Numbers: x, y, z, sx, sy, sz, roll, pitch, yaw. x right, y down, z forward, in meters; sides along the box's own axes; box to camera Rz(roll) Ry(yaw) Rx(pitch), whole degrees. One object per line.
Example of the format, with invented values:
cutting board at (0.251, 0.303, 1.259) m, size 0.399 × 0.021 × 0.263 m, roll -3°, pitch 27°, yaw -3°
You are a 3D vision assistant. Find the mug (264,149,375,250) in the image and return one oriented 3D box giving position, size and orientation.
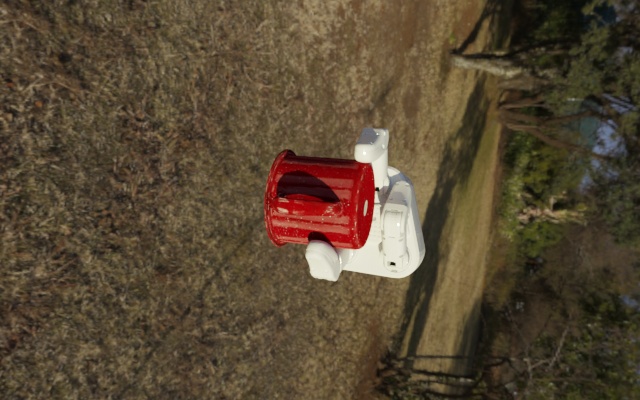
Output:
mug at (0.000, 0.001, 0.430) m, size 0.081 × 0.093 × 0.117 m, roll 5°, pitch 2°, yaw 18°
